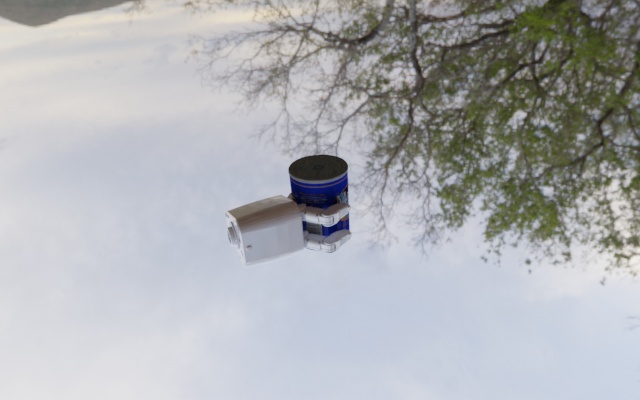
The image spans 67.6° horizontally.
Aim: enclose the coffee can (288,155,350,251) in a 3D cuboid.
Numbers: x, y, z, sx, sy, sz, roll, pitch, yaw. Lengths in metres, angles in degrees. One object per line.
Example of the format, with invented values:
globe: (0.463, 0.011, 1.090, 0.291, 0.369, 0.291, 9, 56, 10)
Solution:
coffee can: (0.000, 0.003, 0.848, 0.103, 0.140, 0.102, -3, 29, 2)
